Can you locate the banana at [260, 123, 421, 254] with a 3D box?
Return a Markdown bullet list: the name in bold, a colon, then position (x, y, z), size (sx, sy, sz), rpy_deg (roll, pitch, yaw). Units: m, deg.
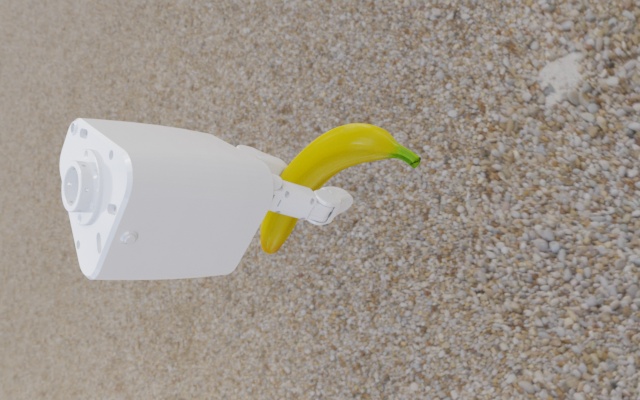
- **banana**: position (-0.003, -0.017, 0.445), size (0.037, 0.069, 0.198), rpy_deg (2, -28, -48)
